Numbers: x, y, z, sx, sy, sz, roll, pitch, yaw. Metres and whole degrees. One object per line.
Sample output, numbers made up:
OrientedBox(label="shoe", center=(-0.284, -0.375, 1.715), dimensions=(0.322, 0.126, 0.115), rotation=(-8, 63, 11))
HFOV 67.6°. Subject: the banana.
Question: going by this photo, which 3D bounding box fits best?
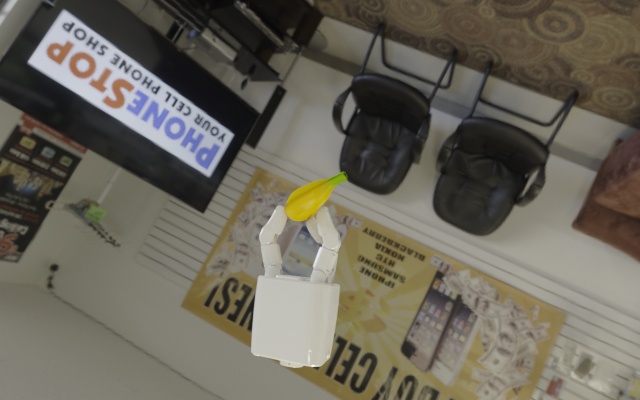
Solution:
OrientedBox(label="banana", center=(-0.017, 0.005, 0.668), dimensions=(0.069, 0.037, 0.198), rotation=(-13, -7, -15))
